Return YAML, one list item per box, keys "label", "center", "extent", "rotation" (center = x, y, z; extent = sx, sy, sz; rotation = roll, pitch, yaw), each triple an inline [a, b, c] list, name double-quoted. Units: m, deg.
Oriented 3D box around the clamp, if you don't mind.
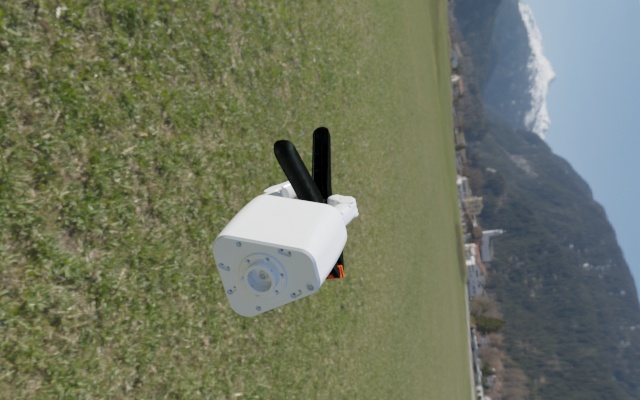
- label: "clamp"
  center: [0.001, 0.003, 0.641]
  extent: [0.036, 0.210, 0.164]
  rotation: [-8, 18, 21]
